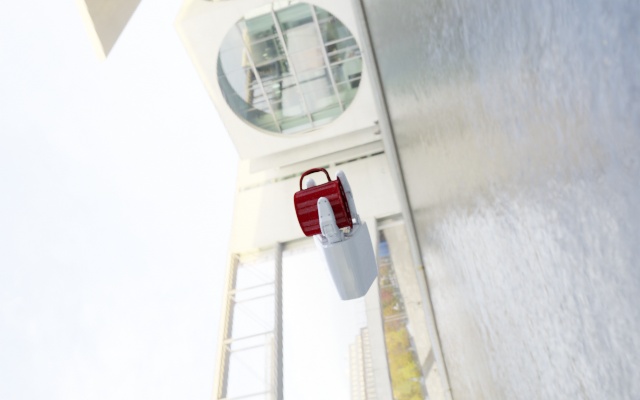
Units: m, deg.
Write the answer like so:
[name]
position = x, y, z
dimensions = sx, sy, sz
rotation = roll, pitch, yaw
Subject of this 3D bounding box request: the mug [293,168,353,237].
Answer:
[mug]
position = -0.001, 0.001, 0.807
dimensions = 0.081, 0.117, 0.093
rotation = -16, 11, 8
